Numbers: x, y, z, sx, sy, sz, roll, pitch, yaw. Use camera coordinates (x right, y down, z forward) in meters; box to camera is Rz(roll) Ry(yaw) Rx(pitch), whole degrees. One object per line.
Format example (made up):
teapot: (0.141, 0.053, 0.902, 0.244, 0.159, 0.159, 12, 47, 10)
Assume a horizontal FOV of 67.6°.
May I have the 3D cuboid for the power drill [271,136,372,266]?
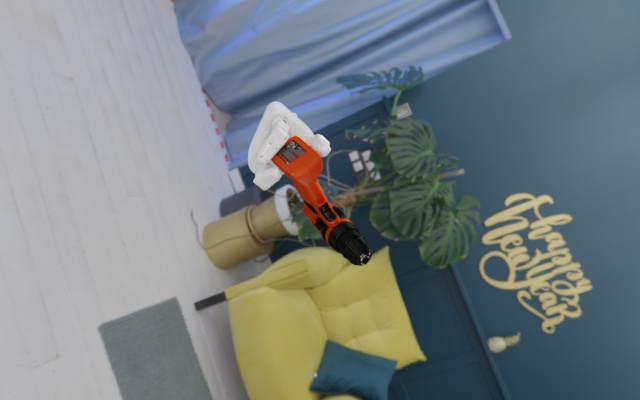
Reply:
power drill: (0.000, 0.002, 0.742, 0.057, 0.188, 0.184, -36, 40, -10)
